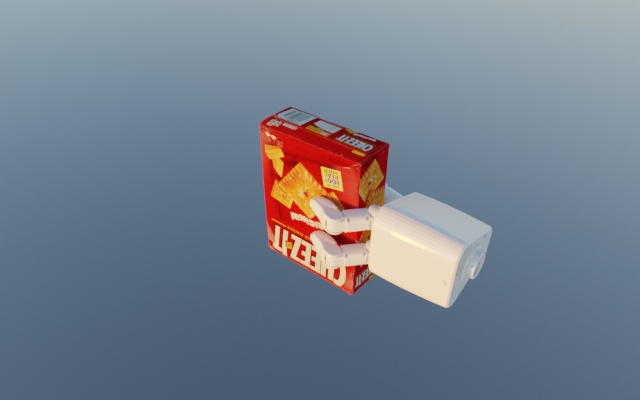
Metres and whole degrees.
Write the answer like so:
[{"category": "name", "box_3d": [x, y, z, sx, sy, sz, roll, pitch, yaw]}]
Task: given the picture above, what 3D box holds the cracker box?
[{"category": "cracker box", "box_3d": [0.000, 0.002, 0.644, 0.164, 0.214, 0.072, 26, 43, 31]}]
